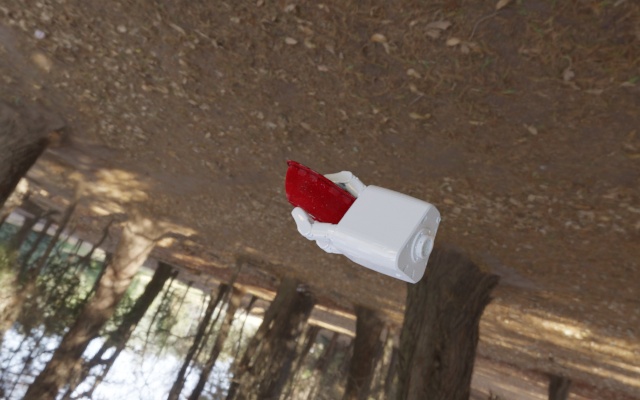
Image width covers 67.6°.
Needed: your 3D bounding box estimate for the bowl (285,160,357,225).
[{"bbox_3d":[-0.001,0.003,0.764,0.162,0.055,0.162,33,-6,4],"label":"bowl"}]
